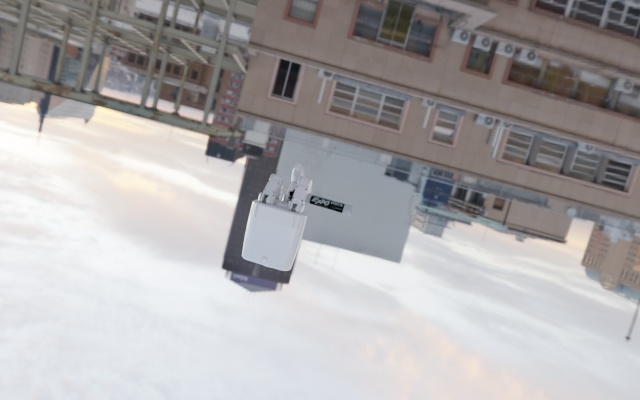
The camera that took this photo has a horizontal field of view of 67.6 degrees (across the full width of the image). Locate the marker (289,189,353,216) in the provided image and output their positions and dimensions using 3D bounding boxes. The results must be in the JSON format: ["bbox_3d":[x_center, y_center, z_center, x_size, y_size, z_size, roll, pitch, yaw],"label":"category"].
[{"bbox_3d":[0.000,0.003,0.881,0.121,0.020,0.020,16,2,9],"label":"marker"}]
